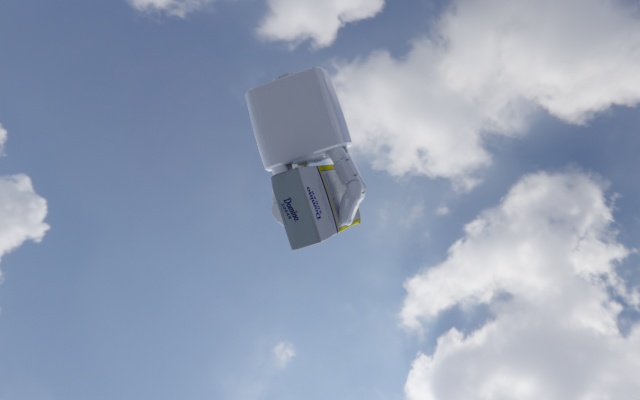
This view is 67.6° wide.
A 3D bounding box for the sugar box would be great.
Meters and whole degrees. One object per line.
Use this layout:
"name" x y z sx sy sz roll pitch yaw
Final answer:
"sugar box" 0.000 0.002 0.629 0.048 0.093 0.176 -18 -1 23
